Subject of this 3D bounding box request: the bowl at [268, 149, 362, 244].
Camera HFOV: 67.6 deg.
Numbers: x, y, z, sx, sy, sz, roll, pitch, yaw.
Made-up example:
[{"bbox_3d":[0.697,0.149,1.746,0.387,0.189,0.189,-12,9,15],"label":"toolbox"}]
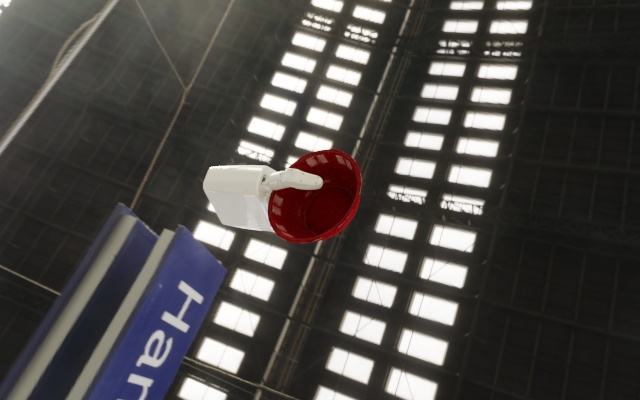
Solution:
[{"bbox_3d":[0.001,0.003,0.732,0.162,0.162,0.055,0,-29,34],"label":"bowl"}]
